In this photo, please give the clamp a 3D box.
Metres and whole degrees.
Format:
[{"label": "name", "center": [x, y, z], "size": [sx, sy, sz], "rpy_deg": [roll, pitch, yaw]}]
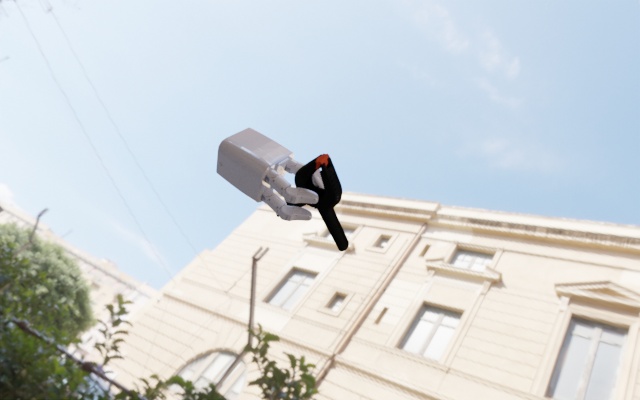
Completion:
[{"label": "clamp", "center": [0.000, 0.002, 0.880], "size": [0.164, 0.210, 0.036], "rpy_deg": [31, 51, 10]}]
